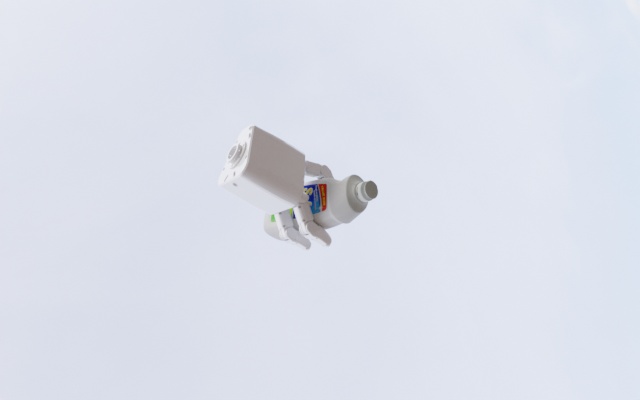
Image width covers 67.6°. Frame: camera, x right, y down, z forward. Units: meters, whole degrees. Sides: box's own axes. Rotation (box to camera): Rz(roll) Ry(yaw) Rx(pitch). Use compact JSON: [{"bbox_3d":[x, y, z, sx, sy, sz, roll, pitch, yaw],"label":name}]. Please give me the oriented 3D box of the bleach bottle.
[{"bbox_3d":[0.000,0.003,0.809,0.068,0.102,0.251,28,-29,-31],"label":"bleach bottle"}]
